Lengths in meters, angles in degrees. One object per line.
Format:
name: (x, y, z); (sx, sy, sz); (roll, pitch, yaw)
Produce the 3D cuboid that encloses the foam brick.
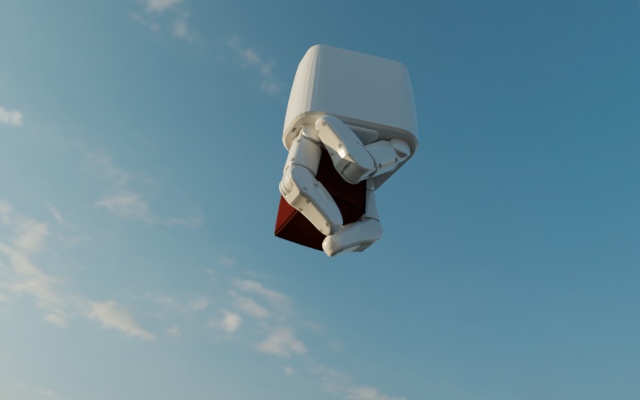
foam brick: (0.000, 0.002, 0.431); (0.053, 0.051, 0.078); (22, -41, -20)
